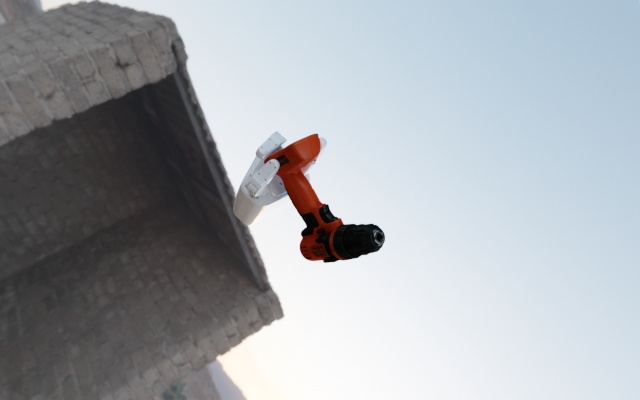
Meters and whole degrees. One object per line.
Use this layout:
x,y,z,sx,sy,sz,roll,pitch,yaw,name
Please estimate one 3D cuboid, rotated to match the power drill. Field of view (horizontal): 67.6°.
0.000,0.002,0.695,0.057,0.187,0.184,-27,5,-35,power drill
